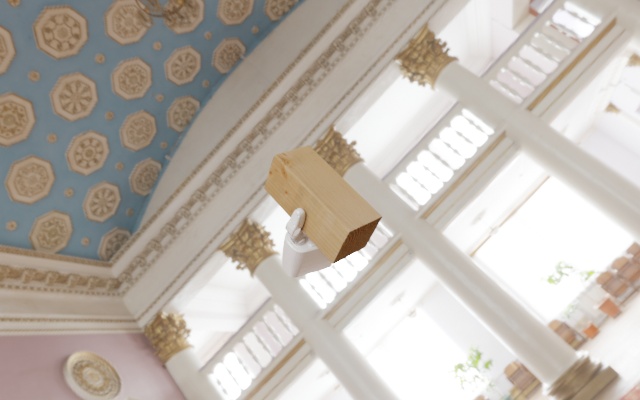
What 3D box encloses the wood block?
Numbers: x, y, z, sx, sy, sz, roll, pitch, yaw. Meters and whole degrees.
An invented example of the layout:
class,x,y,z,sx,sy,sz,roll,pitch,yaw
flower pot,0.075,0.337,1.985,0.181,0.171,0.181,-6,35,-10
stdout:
class,x,y,z,sx,sy,sz,roll,pitch,yaw
wood block,0.000,0.003,0.876,0.091,0.090,0.206,-23,58,-40
